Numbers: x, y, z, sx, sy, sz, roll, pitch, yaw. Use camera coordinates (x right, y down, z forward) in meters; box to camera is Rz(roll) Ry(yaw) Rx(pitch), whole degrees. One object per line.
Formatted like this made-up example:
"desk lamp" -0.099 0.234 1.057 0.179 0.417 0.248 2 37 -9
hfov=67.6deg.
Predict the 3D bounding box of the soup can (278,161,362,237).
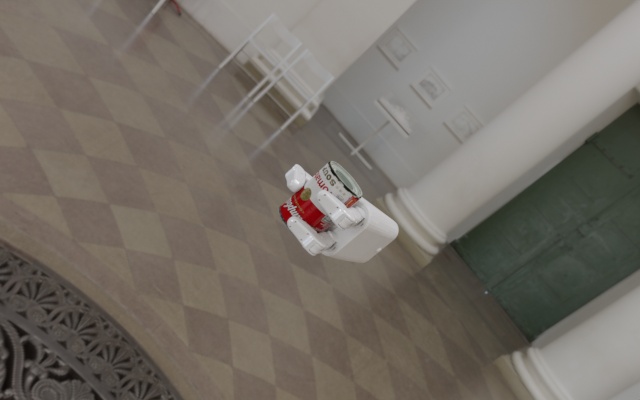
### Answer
"soup can" 0.000 0.002 0.669 0.102 0.068 0.068 -42 -15 17
